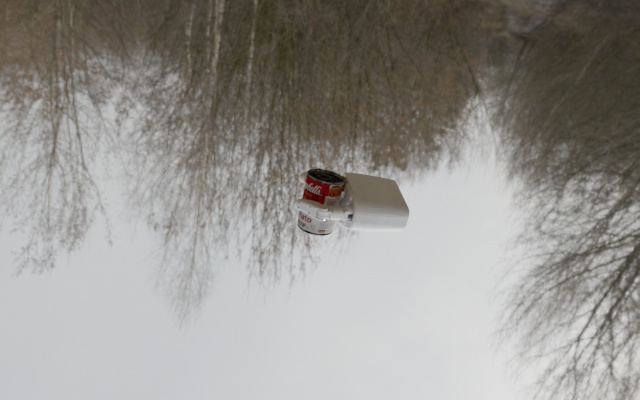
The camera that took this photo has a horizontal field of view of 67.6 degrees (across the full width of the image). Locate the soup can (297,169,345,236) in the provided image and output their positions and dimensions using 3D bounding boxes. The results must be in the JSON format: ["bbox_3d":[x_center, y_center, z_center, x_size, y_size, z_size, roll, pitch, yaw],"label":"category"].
[{"bbox_3d":[0.000,0.003,0.849,0.068,0.102,0.068,11,21,-4],"label":"soup can"}]
